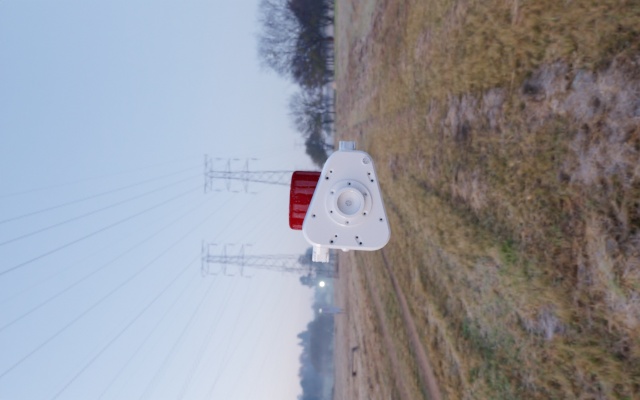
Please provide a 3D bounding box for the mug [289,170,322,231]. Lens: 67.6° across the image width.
[{"bbox_3d":[0.000,0.002,0.664,0.081,0.093,0.117,3,-3,0],"label":"mug"}]
